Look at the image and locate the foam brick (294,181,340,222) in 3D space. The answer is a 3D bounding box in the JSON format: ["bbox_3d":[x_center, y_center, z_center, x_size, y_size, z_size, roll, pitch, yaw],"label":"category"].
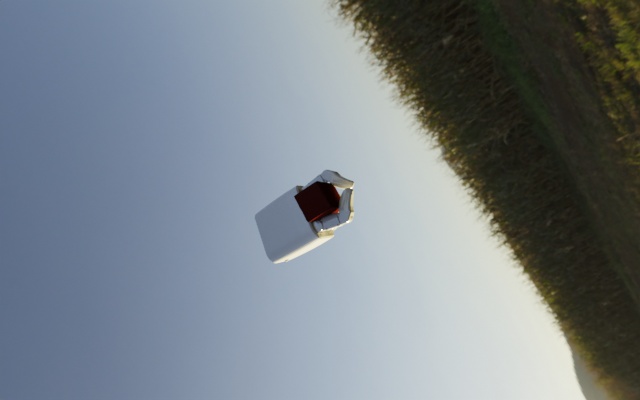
[{"bbox_3d":[0.000,0.003,0.823,0.051,0.053,0.078,-31,-12,18],"label":"foam brick"}]
